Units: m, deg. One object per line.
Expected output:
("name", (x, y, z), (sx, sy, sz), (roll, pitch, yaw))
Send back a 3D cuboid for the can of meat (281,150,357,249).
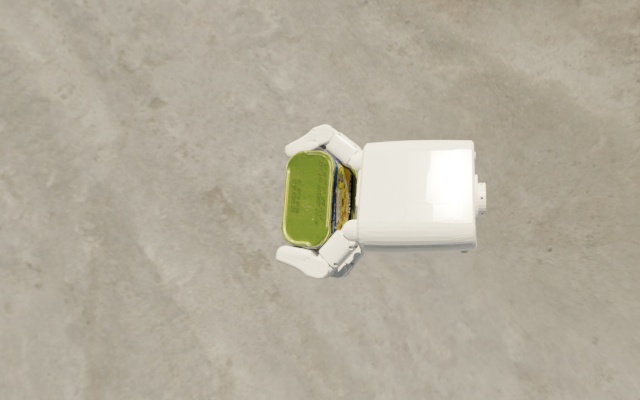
("can of meat", (0.000, 0.002, 0.508), (0.057, 0.102, 0.084), (2, -5, 19))
